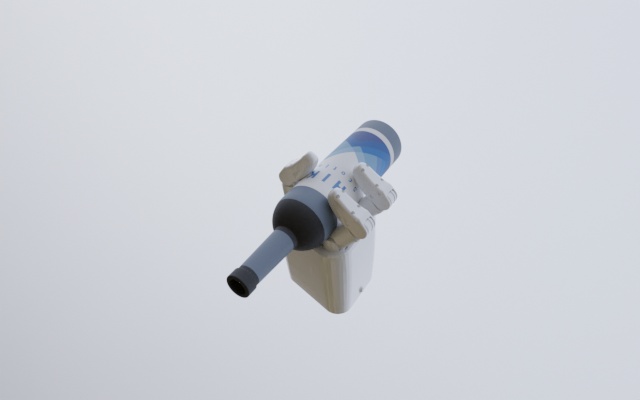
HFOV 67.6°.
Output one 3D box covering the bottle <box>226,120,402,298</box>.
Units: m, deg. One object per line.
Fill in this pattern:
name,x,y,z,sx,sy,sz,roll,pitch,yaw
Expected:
bottle,0.000,0.002,0.543,0.069,0.069,0.295,0,33,39
